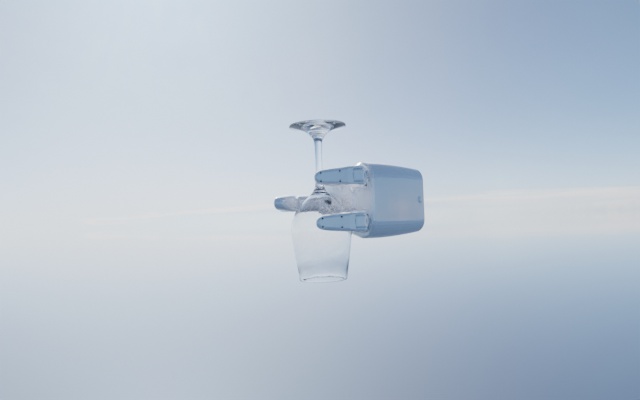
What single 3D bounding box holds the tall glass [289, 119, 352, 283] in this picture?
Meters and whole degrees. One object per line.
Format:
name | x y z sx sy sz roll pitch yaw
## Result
tall glass | 0.000 0.001 0.617 0.079 0.201 0.079 -2 -2 0
